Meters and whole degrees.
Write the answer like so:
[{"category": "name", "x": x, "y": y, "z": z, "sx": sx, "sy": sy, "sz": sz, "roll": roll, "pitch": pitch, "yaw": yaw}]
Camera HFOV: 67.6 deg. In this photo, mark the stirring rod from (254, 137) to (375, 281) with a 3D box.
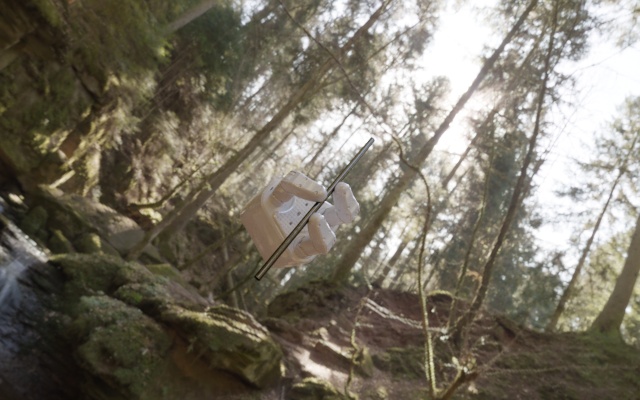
[{"category": "stirring rod", "x": 0.000, "y": 0.002, "z": 0.566, "sx": 0.011, "sy": 0.011, "sz": 0.239, "roll": 0, "pitch": 43, "yaw": 50}]
